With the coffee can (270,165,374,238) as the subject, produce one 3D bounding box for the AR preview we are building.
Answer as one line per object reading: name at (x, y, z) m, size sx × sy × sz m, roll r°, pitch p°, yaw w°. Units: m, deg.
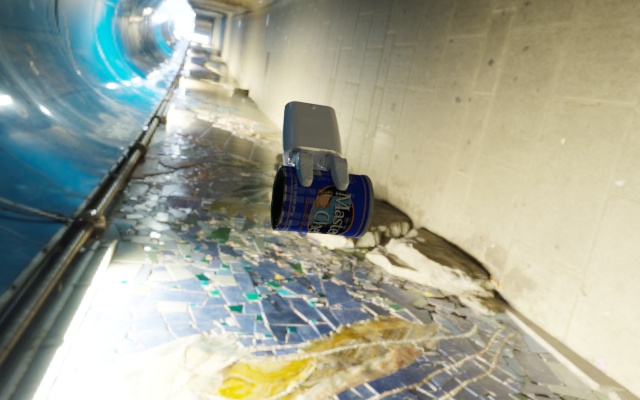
coffee can at (0.000, 0.003, 0.751) m, size 0.140 × 0.103 × 0.103 m, roll 6°, pitch -2°, yaw -16°
